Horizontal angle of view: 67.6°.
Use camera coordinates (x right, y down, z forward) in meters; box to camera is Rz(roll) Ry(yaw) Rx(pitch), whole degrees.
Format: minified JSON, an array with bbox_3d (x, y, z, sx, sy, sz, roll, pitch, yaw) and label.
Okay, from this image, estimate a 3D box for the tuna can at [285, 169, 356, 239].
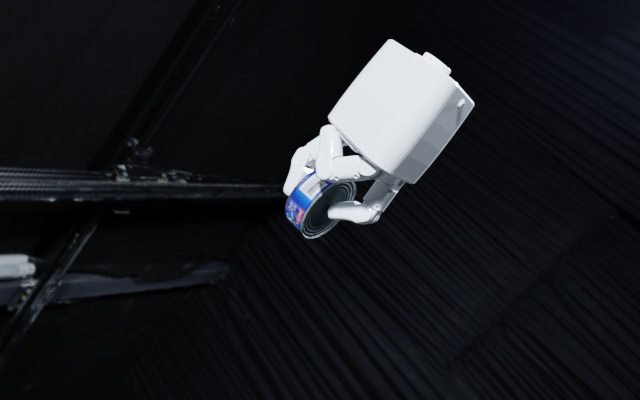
[{"bbox_3d":[0.000,0.002,0.564,0.033,0.086,0.086,42,22,27],"label":"tuna can"}]
